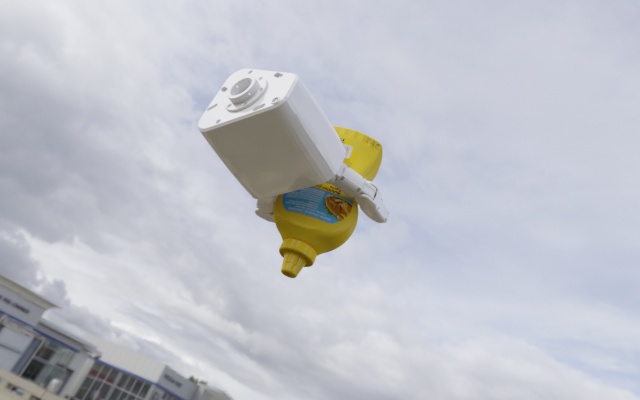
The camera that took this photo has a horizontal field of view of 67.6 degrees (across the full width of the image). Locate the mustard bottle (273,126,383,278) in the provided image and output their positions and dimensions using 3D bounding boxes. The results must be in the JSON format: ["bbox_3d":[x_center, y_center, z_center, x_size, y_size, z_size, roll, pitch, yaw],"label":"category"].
[{"bbox_3d":[0.000,0.002,0.550,0.096,0.191,0.058,17,-30,13],"label":"mustard bottle"}]
